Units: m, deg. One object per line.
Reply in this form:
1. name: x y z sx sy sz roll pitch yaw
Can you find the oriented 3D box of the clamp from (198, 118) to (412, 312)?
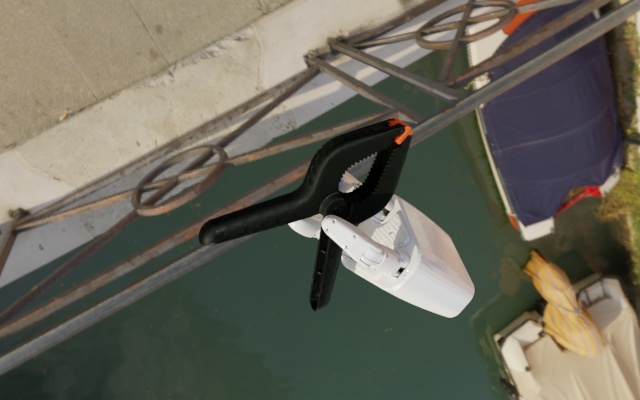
1. clamp: 0.001 0.002 0.449 0.165 0.210 0.036 30 12 -34
